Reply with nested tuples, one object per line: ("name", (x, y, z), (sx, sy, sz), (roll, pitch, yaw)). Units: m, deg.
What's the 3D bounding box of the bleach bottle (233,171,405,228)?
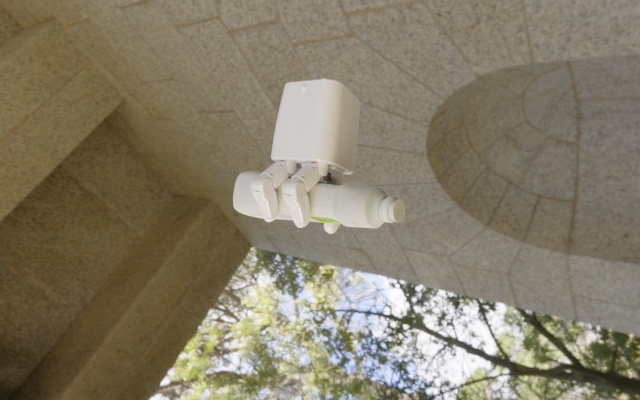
("bleach bottle", (0.000, 0.002, 0.641), (0.251, 0.068, 0.102), (6, -3, 39))
